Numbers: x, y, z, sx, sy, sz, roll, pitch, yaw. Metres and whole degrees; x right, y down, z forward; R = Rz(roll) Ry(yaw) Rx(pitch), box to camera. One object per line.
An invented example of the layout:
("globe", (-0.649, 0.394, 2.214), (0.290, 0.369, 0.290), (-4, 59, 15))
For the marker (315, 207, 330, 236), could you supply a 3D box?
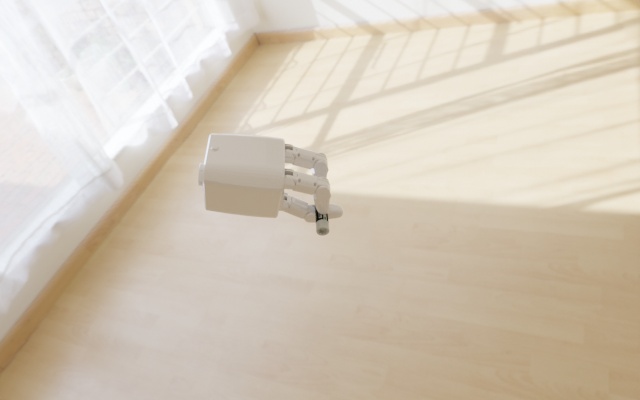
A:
("marker", (0.000, 0.002, 0.718), (0.020, 0.020, 0.121), (0, 44, -4))
